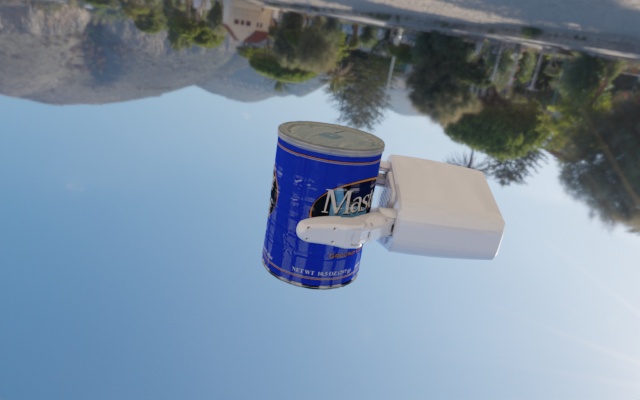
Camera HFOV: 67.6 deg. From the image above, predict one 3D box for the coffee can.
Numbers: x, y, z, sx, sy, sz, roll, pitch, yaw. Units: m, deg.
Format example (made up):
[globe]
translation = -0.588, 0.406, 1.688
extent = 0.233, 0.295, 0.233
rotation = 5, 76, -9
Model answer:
[coffee can]
translation = 0.000, 0.001, 0.475
extent = 0.103, 0.140, 0.102
rotation = 8, 20, -3
